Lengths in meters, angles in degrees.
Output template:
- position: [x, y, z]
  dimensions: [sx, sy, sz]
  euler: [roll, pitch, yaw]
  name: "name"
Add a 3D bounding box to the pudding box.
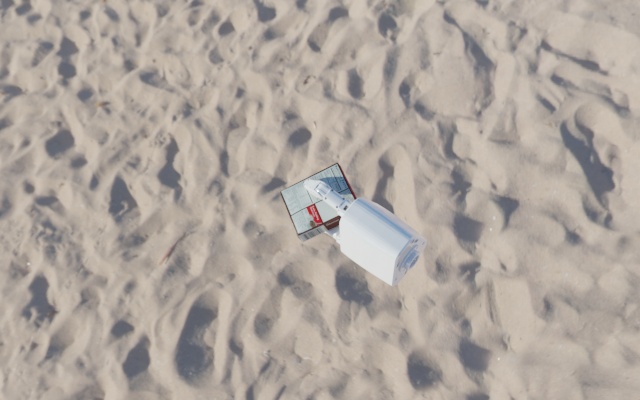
- position: [0.000, 0.003, 0.786]
  dimensions: [0.113, 0.090, 0.039]
  euler: [-25, -25, 3]
  name: "pudding box"
